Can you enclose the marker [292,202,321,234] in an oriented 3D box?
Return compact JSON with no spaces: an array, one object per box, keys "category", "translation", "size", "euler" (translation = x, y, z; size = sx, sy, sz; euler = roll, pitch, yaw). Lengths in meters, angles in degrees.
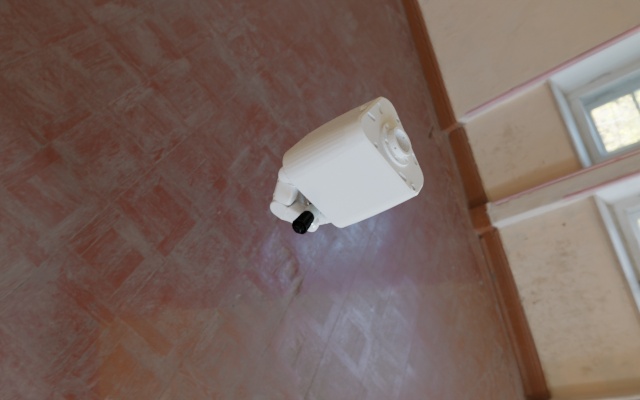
[{"category":"marker","translation":[0.000,0.002,0.553],"size":[0.020,0.020,0.121],"euler":[0,29,28]}]
